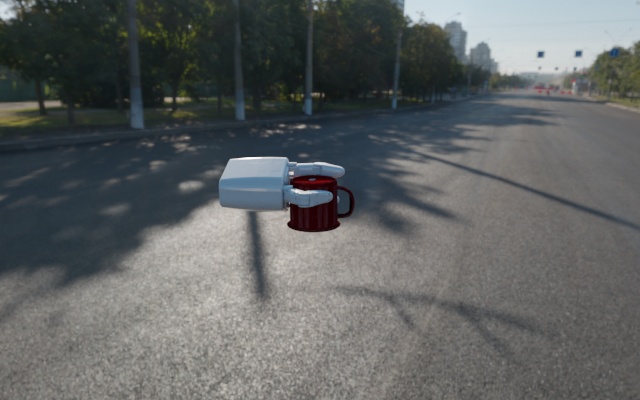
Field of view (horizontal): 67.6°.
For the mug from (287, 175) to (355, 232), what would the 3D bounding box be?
[{"bbox_3d":[0.002,0.003,0.819,0.117,0.081,0.093,0,14,2],"label":"mug"}]
